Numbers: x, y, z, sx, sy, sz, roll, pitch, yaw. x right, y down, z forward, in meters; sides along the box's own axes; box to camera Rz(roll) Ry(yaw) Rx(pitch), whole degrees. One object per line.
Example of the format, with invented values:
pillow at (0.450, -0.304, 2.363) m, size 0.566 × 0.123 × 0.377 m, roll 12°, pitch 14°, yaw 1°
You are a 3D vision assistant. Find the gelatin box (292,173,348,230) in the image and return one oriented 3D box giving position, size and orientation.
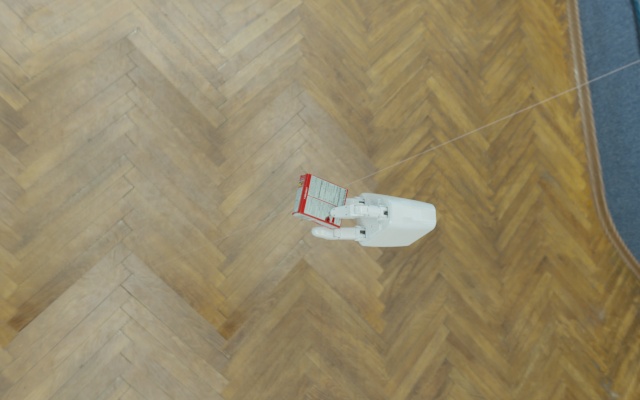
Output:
gelatin box at (0.000, 0.003, 0.826) m, size 0.089 × 0.073 × 0.030 m, roll 21°, pitch -19°, yaw -29°
